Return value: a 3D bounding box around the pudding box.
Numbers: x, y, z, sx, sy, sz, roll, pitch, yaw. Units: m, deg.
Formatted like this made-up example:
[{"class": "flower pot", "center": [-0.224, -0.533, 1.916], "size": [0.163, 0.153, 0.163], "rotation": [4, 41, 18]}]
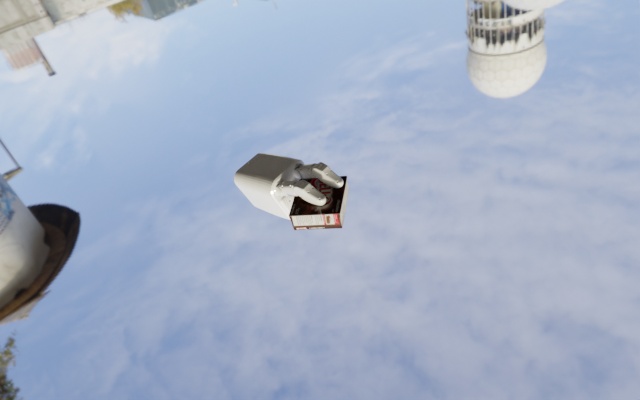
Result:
[{"class": "pudding box", "center": [0.000, 0.003, 0.845], "size": [0.090, 0.039, 0.113], "rotation": [-4, 39, 13]}]
